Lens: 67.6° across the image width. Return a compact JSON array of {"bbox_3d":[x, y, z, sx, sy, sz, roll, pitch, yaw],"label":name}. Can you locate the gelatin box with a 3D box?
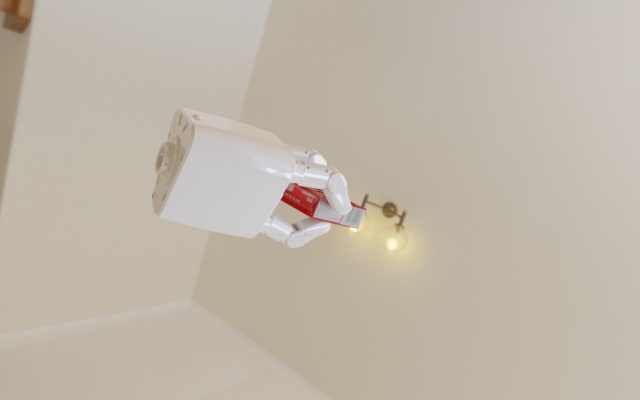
[{"bbox_3d":[0.000,0.002,0.578,0.089,0.030,0.073,16,10,-45],"label":"gelatin box"}]
